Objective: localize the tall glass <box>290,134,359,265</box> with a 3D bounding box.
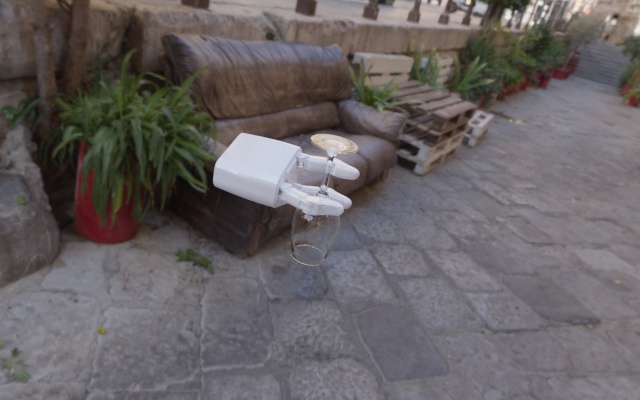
[{"bbox_3d":[0.000,0.002,0.752,0.079,0.201,0.079,10,25,-5],"label":"tall glass"}]
